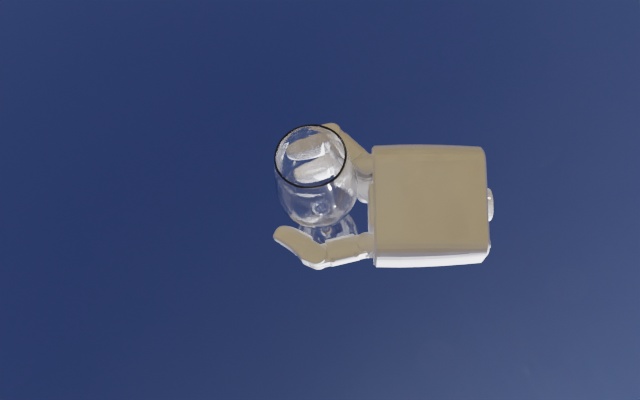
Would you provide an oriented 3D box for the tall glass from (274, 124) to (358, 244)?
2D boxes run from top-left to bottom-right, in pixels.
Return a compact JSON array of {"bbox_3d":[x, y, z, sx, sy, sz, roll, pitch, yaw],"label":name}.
[{"bbox_3d":[0.000,0.002,0.489,0.079,0.079,0.201,0,-23,6],"label":"tall glass"}]
